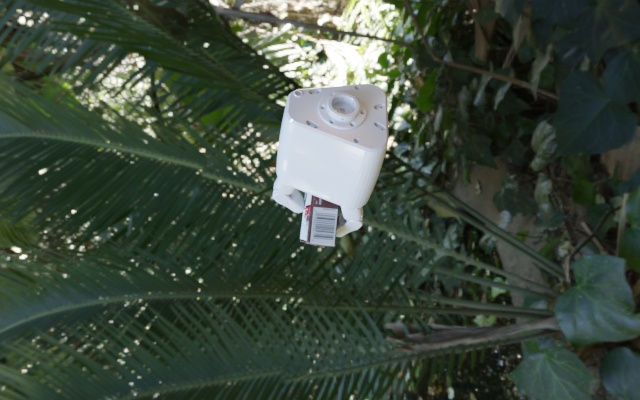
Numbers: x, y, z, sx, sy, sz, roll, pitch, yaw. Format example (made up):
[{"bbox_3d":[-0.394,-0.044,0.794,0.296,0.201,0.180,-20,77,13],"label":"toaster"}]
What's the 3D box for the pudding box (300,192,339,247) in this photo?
[{"bbox_3d":[0.000,0.002,0.623,0.039,0.113,0.090,8,-4,-7],"label":"pudding box"}]
